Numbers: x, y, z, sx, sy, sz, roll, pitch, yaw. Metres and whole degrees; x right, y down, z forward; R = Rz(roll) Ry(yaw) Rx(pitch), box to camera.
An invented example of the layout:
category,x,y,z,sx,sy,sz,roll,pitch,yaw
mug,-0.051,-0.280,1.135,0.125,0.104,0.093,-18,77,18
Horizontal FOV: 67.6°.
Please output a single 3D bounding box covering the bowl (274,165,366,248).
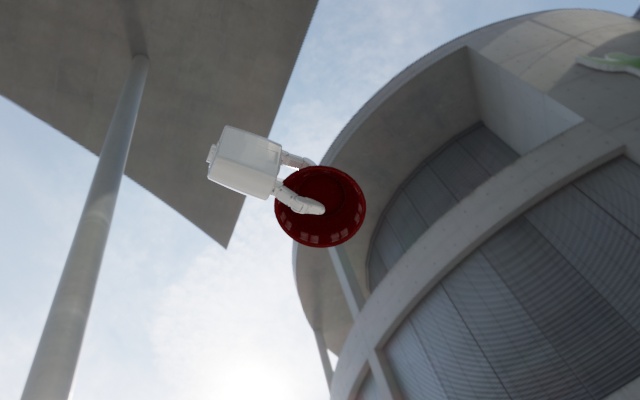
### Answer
category,x,y,z,sx,sy,sz,roll,pitch,yaw
bowl,0.001,0.003,0.853,0.162,0.162,0.055,0,26,4
